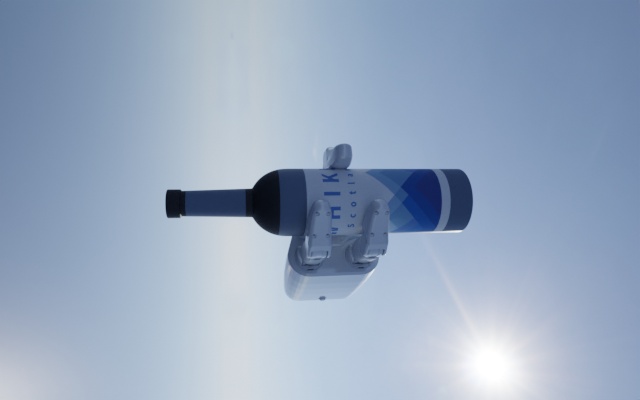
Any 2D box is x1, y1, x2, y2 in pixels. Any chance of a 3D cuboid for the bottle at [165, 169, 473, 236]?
[{"bbox_3d":[0.000,0.002,0.476,0.296,0.069,0.069,-1,0,-10],"label":"bottle"}]
